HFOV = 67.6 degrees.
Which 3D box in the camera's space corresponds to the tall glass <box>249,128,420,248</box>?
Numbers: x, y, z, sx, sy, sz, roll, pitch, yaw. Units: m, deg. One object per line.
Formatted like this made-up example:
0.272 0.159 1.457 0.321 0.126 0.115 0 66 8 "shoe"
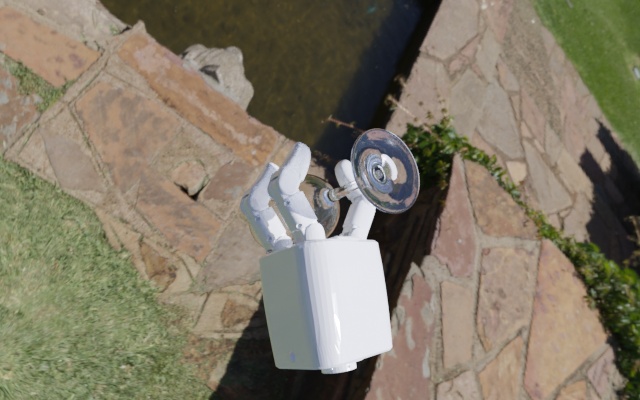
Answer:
0.000 0.001 0.473 0.079 0.079 0.201 0 -15 -35 "tall glass"
